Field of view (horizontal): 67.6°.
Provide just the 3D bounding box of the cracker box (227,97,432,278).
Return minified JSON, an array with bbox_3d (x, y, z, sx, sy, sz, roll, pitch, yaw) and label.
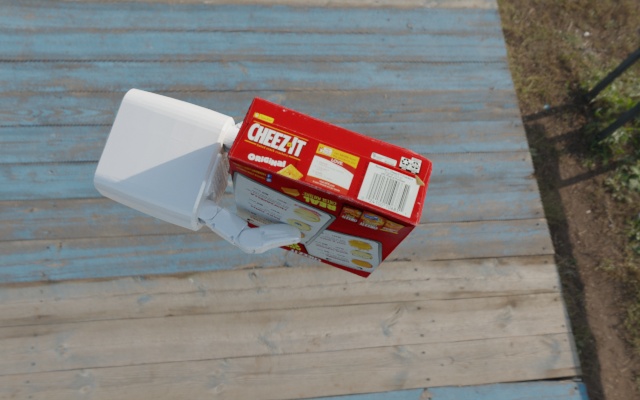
[{"bbox_3d":[0.000,0.002,0.486,0.164,0.072,0.214,19,-21,1],"label":"cracker box"}]
